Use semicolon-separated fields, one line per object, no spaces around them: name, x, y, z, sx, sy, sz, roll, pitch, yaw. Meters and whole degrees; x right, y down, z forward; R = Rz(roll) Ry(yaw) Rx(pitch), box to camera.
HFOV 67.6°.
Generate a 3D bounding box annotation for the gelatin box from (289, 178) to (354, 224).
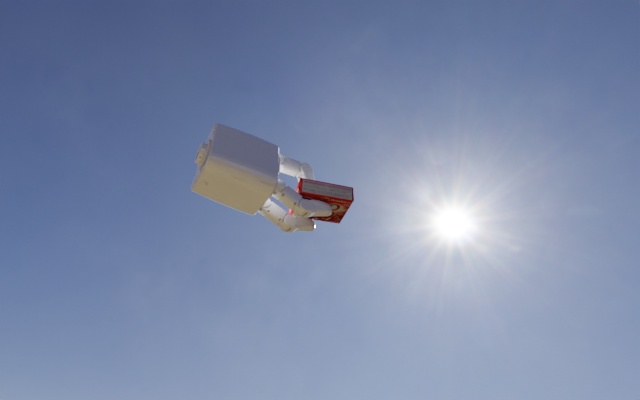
gelatin box;0.000;0.002;0.764;0.089;0.030;0.073;9;-34;-13
